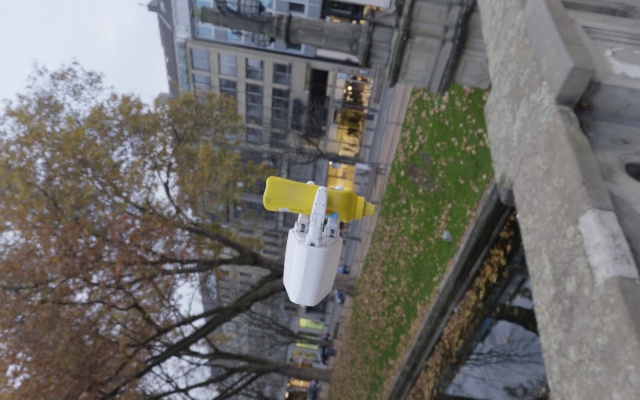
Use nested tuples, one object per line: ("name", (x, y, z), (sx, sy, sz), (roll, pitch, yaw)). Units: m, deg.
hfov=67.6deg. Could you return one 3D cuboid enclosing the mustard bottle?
("mustard bottle", (0.000, 0.002, 0.839), (0.191, 0.058, 0.096), (10, -12, 2))
